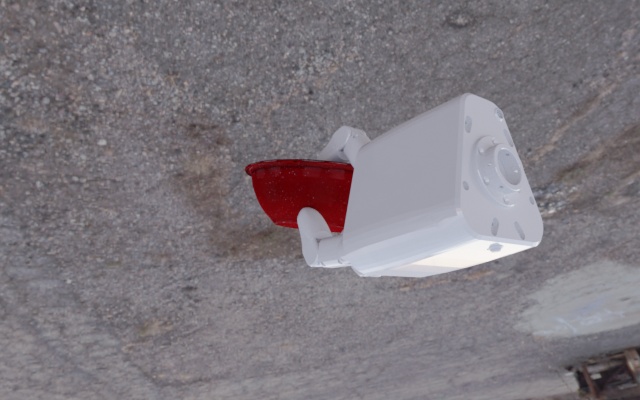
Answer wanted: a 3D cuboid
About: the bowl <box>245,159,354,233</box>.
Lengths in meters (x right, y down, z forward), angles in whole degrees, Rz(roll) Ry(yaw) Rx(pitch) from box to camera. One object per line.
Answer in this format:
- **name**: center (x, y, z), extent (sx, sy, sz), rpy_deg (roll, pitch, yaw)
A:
- **bowl**: center (0.000, 0.002, 0.495), extent (0.162, 0.055, 0.162), rpy_deg (5, -7, 1)
